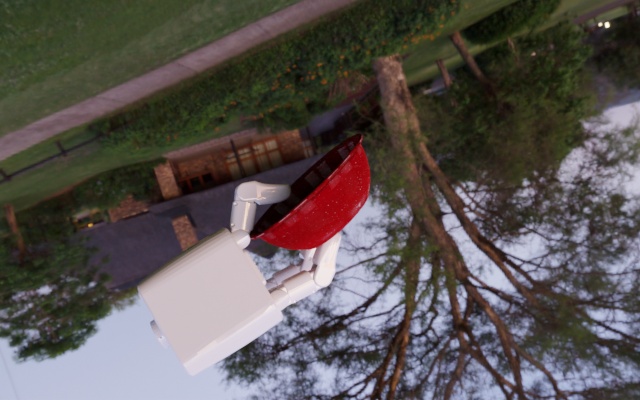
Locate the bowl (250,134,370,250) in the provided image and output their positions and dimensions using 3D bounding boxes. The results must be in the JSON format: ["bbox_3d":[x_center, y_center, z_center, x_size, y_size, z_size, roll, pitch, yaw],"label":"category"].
[{"bbox_3d":[0.001,0.001,0.514,0.162,0.055,0.162,-42,10,9],"label":"bowl"}]
